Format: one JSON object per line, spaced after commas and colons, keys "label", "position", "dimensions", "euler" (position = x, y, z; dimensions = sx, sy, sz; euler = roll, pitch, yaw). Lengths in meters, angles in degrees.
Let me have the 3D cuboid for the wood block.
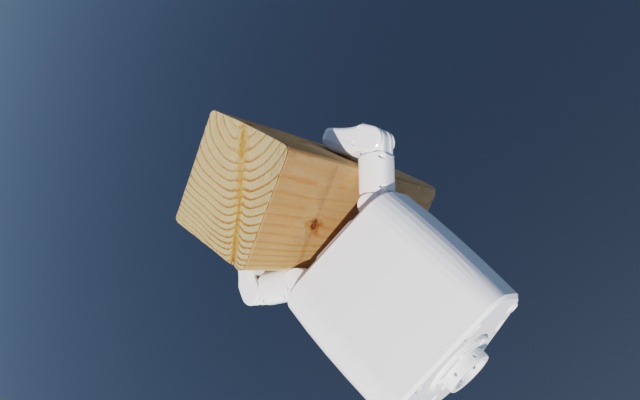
{"label": "wood block", "position": [0.000, 0.001, 0.407], "dimensions": [0.090, 0.091, 0.206], "euler": [29, 12, 38]}
